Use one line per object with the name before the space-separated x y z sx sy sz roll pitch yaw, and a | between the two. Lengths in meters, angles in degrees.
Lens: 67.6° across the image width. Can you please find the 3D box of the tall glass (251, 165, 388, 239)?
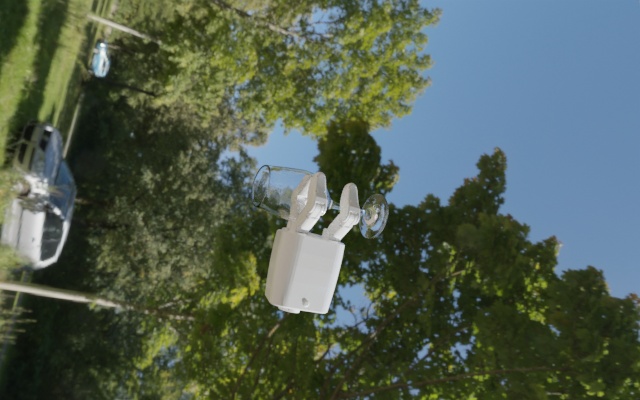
tall glass | 0.001 0.002 0.717 0.201 0.079 0.079 16 -7 -27
